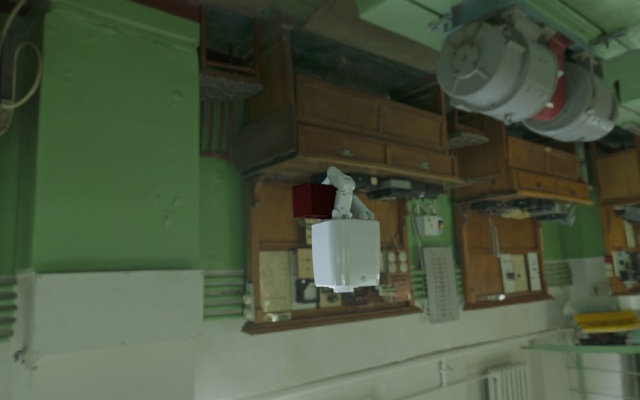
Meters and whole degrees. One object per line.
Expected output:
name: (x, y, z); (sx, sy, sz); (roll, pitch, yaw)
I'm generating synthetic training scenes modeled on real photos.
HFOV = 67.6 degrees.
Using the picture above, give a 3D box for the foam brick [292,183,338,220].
foam brick: (0.000, 0.002, 0.776); (0.078, 0.051, 0.053); (6, -9, -37)
